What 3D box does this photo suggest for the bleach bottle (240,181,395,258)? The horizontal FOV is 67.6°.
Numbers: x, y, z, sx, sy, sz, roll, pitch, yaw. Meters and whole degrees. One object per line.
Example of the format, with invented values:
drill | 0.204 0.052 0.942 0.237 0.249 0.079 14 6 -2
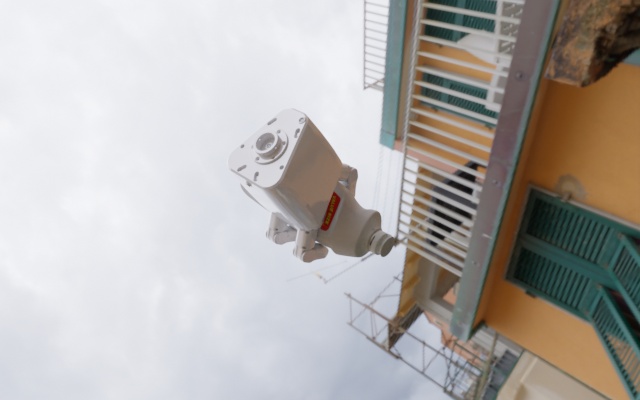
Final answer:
bleach bottle | 0.000 0.002 0.671 0.250 0.102 0.068 29 -12 36
